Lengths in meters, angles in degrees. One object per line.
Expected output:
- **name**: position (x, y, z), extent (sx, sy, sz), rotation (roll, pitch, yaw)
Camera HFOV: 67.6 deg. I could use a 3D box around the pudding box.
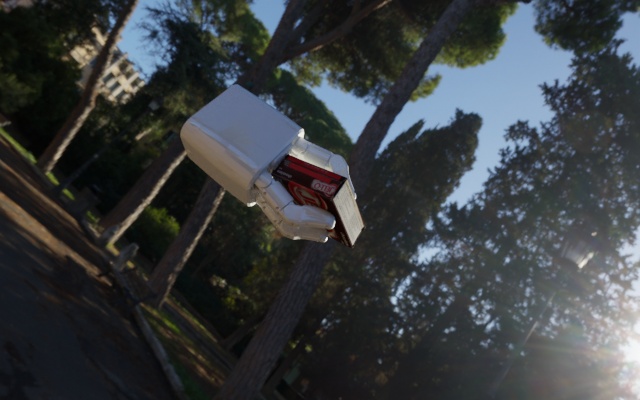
- **pudding box**: position (0.000, 0.002, 0.580), extent (0.090, 0.039, 0.114), rotation (25, -21, 31)
